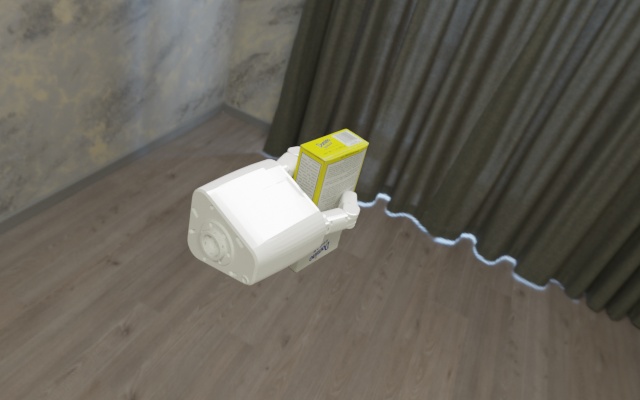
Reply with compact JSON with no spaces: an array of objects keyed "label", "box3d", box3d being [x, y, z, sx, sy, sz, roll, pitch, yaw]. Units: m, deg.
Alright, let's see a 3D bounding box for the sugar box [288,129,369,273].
[{"label":"sugar box","box3d":[0.000,0.002,0.618,0.048,0.176,0.093,37,39,25]}]
